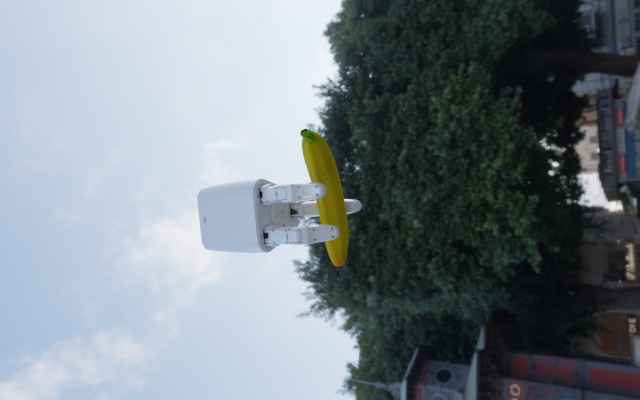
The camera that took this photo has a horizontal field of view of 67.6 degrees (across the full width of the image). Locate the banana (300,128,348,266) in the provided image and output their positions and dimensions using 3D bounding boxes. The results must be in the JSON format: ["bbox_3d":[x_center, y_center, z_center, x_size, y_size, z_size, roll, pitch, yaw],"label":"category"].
[{"bbox_3d":[0.005,-0.010,0.628,0.037,0.198,0.069,-5,27,24],"label":"banana"}]
